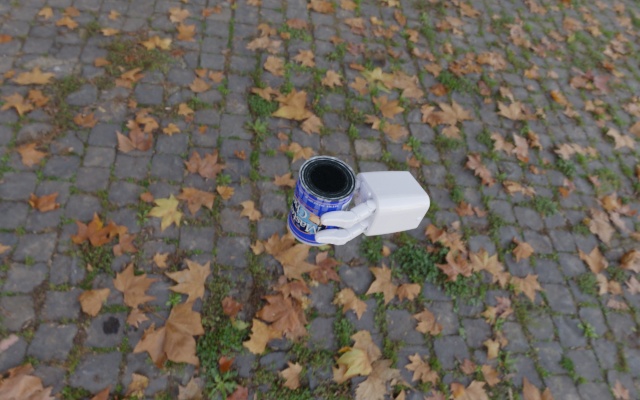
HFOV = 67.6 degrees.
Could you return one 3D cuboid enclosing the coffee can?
[{"bbox_3d":[0.000,0.003,0.871,0.103,0.102,0.140,0,-37,-14],"label":"coffee can"}]
